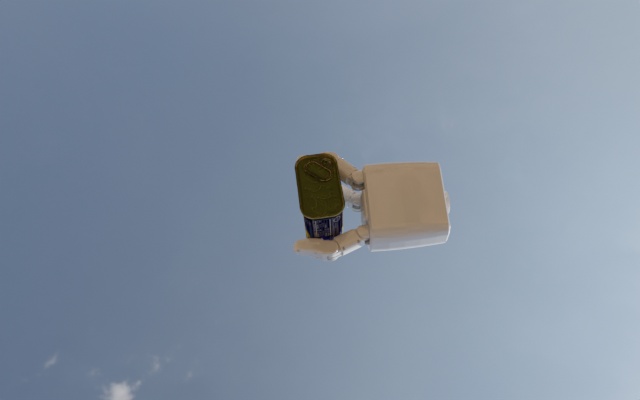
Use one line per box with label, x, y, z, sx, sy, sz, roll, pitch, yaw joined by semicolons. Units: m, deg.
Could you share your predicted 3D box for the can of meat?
can of meat;0.000;0.002;0.647;0.057;0.102;0.084;-8;-34;-2
